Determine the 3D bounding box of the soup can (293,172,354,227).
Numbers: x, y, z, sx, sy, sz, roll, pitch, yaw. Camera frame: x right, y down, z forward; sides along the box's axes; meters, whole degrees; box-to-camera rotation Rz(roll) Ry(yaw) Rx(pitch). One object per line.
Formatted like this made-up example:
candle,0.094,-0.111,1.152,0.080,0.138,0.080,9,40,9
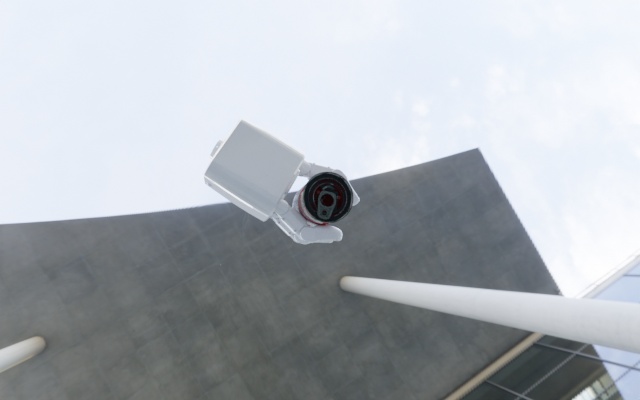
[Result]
soup can,0.001,0.002,0.668,0.068,0.068,0.102,0,-7,-12
